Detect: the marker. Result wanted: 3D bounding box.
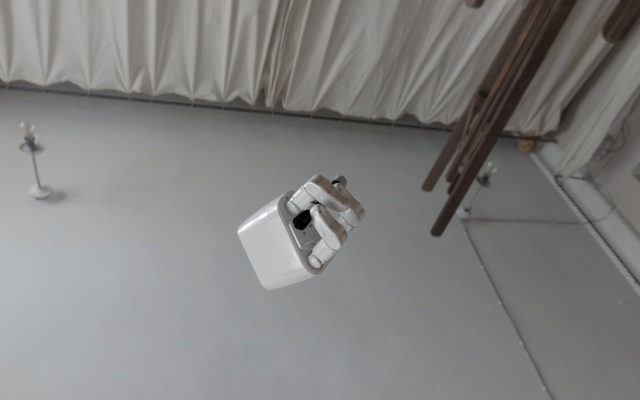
[{"bbox_3d":[0.000,0.002,0.616,0.020,0.020,0.121,0,29,33],"label":"marker"}]
